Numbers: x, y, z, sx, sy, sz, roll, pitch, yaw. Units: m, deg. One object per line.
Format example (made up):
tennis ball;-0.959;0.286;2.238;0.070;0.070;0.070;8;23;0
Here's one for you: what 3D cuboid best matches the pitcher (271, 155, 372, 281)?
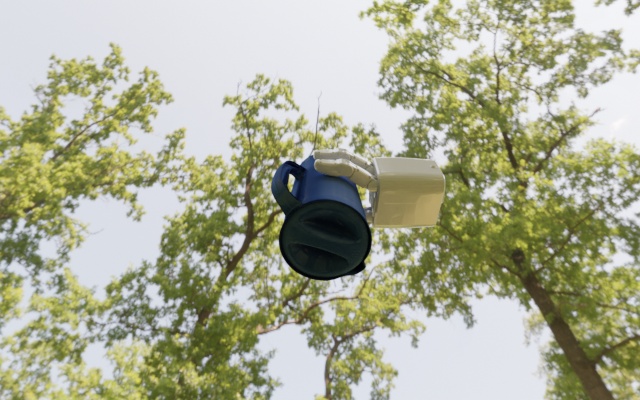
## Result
pitcher;0.000;0.003;0.775;0.145;0.149;0.242;1;26;-1
